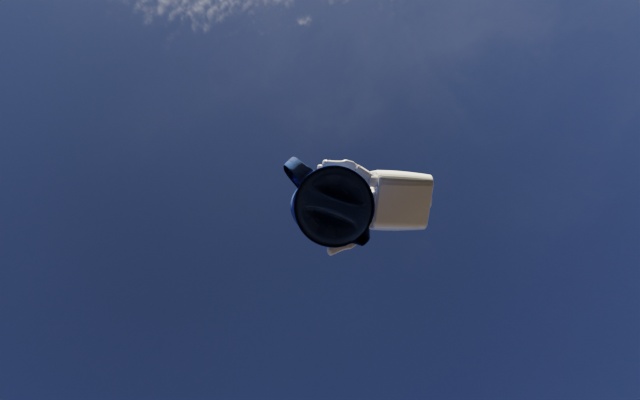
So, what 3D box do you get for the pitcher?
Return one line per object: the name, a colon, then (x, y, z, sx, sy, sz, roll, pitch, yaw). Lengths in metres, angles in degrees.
pitcher: (0.000, 0.003, 0.879, 0.145, 0.149, 0.243, 0, -1, -9)
